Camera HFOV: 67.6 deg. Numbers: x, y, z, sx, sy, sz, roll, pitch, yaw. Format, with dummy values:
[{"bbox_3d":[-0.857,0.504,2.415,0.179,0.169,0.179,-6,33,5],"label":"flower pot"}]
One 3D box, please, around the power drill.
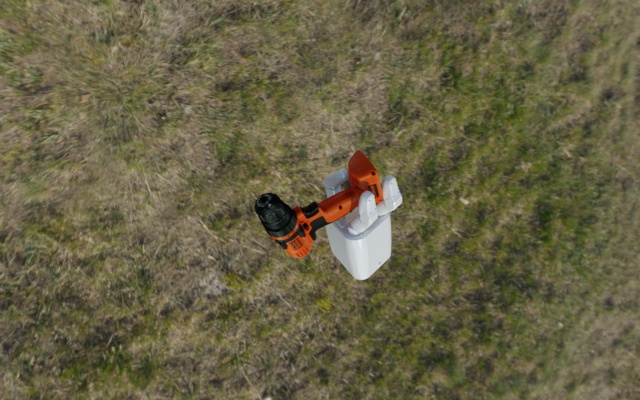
[{"bbox_3d":[0.001,0.002,0.734,0.187,0.057,0.184,-32,-28,-2],"label":"power drill"}]
